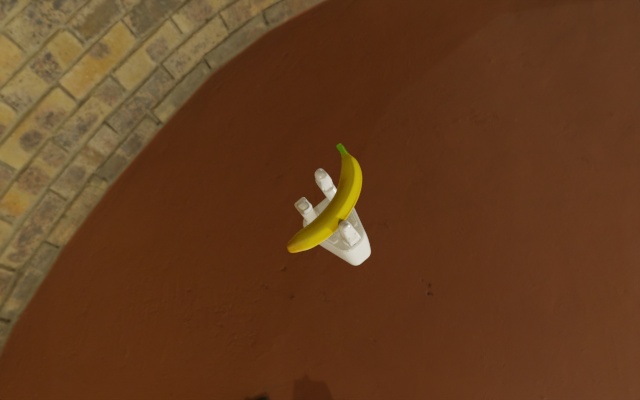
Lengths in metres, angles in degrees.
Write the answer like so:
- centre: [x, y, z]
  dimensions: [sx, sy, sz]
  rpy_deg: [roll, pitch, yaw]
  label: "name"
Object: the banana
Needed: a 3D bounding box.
- centre: [0.018, 0.006, 0.770]
  dimensions: [0.069, 0.197, 0.037]
  rpy_deg: [22, -14, 18]
  label: "banana"
